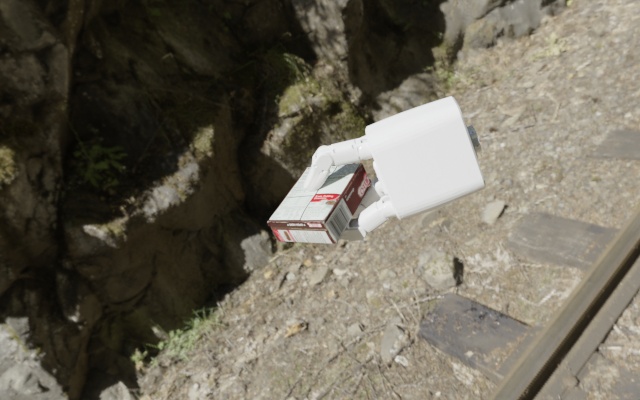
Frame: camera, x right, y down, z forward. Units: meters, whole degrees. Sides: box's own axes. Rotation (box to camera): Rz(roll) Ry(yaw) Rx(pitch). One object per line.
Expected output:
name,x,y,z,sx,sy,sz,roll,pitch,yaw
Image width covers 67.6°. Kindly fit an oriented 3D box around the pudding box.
pudding box,0.000,0.002,0.594,0.090,0.039,0.113,-2,39,37
